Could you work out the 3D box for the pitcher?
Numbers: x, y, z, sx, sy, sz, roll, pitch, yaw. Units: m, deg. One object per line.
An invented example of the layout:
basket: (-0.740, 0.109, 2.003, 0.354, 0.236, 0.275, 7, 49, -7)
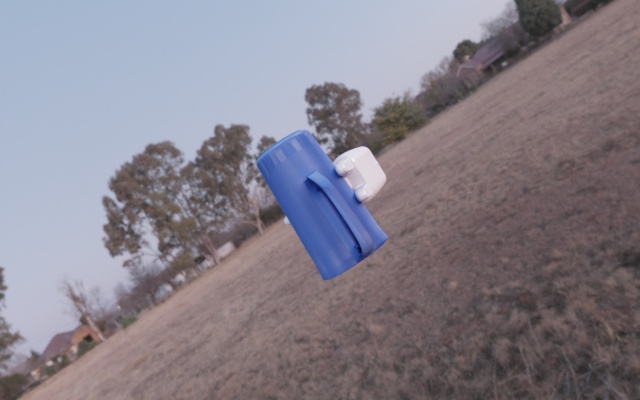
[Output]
pitcher: (0.000, 0.003, 0.811, 0.149, 0.243, 0.145, -33, 1, 31)
